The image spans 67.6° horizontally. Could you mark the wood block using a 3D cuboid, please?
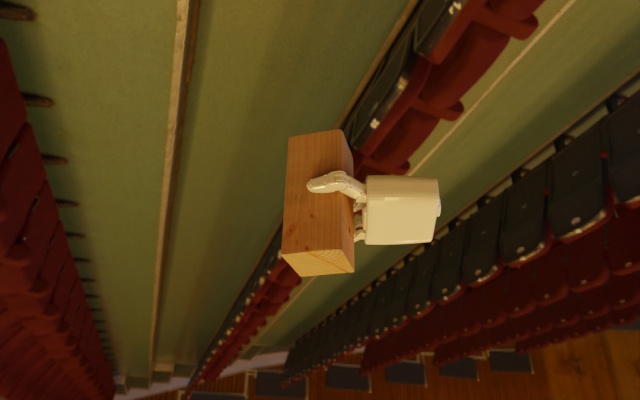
[{"bbox_3d":[0.000,0.002,0.744,0.090,0.206,0.091,-7,-31,14],"label":"wood block"}]
